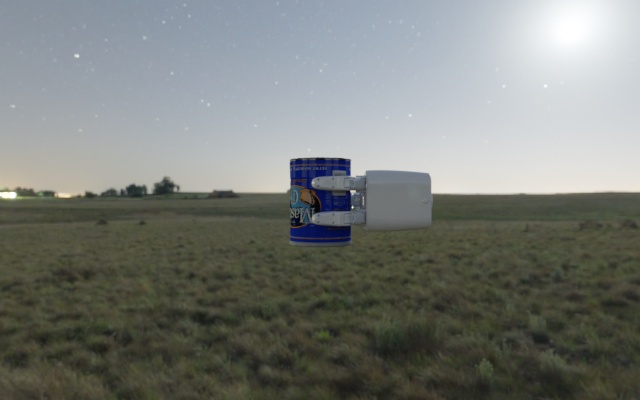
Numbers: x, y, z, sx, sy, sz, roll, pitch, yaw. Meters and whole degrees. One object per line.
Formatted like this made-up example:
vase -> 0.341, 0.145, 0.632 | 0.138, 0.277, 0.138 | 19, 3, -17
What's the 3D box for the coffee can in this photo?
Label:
coffee can -> 0.000, 0.003, 0.789 | 0.103, 0.140, 0.103 | 0, 0, 0
